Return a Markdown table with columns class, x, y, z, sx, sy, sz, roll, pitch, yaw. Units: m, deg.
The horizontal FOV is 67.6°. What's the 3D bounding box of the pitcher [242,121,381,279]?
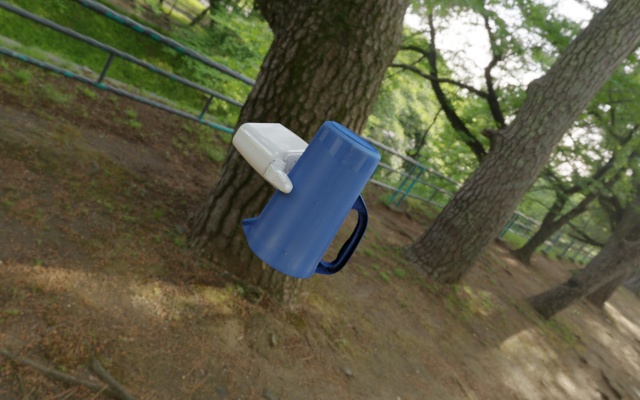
| class | x | y | z | sx | sy | sz | roll | pitch | yaw |
| --- | --- | --- | --- | --- | --- | --- | --- | --- | --- |
| pitcher | 0.000 | 0.002 | 0.787 | 0.145 | 0.243 | 0.149 | 43 | 17 | 34 |
